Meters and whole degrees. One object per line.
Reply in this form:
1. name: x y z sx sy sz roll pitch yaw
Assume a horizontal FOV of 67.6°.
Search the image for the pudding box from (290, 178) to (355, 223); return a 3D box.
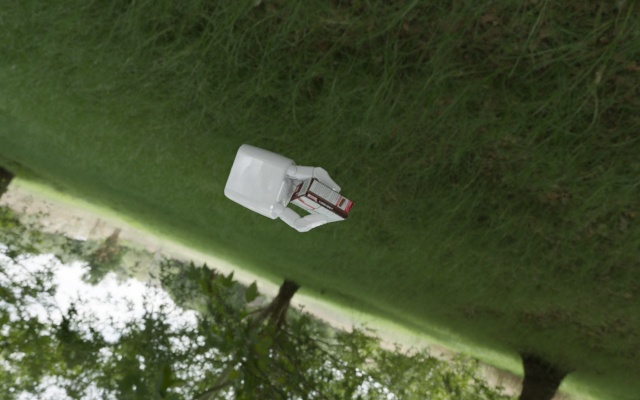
1. pudding box: 0.000 0.003 0.868 0.090 0.039 0.113 29 -12 -12
